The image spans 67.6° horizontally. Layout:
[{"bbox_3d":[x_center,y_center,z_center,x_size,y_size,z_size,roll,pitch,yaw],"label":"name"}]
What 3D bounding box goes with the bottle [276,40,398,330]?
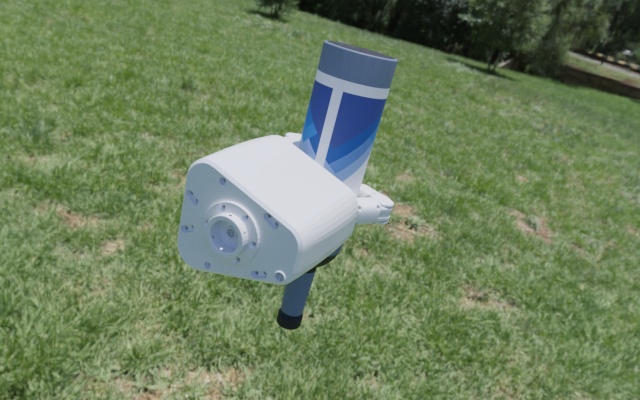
[{"bbox_3d":[0.000,0.001,0.469,0.069,0.296,0.069,13,22,-5],"label":"bottle"}]
